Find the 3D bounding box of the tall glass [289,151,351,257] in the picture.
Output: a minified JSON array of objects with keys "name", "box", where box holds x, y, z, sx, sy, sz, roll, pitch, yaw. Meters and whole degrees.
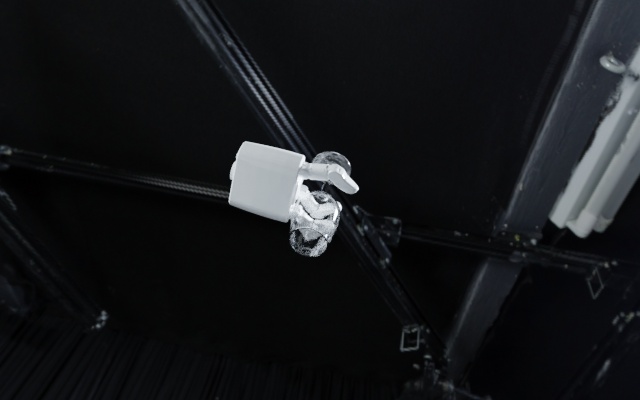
[{"name":"tall glass","box":[0.000,0.002,0.800,0.079,0.079,0.201,0,38,14]}]
